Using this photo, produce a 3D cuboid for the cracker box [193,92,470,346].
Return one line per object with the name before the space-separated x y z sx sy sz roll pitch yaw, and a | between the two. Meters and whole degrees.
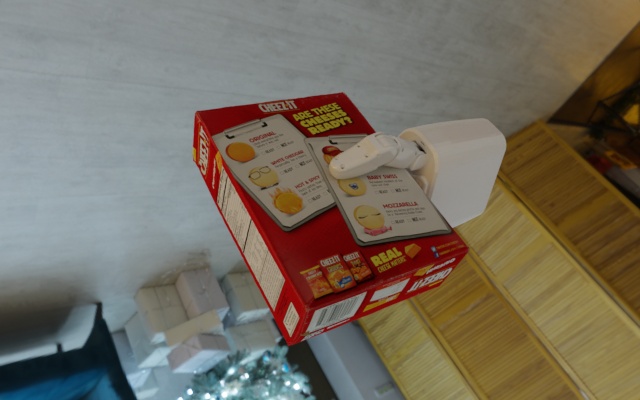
cracker box | 0.000 0.001 0.431 0.164 0.213 0.072 -14 -35 -30
